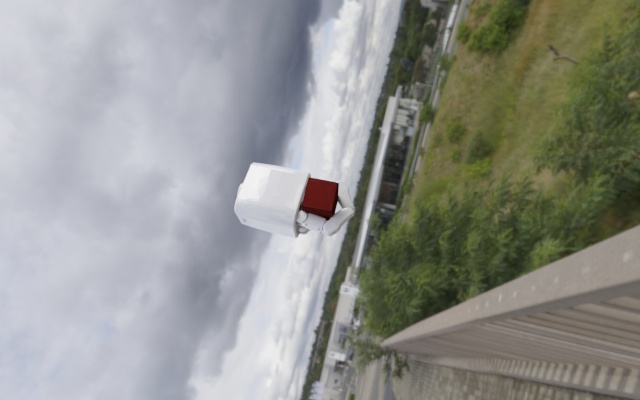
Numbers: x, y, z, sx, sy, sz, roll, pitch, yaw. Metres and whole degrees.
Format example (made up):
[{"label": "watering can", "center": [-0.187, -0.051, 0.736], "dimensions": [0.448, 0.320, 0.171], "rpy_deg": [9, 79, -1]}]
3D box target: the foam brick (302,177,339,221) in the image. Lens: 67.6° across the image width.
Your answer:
[{"label": "foam brick", "center": [0.000, 0.002, 0.796], "dimensions": [0.051, 0.053, 0.078], "rpy_deg": [13, -19, 5]}]
